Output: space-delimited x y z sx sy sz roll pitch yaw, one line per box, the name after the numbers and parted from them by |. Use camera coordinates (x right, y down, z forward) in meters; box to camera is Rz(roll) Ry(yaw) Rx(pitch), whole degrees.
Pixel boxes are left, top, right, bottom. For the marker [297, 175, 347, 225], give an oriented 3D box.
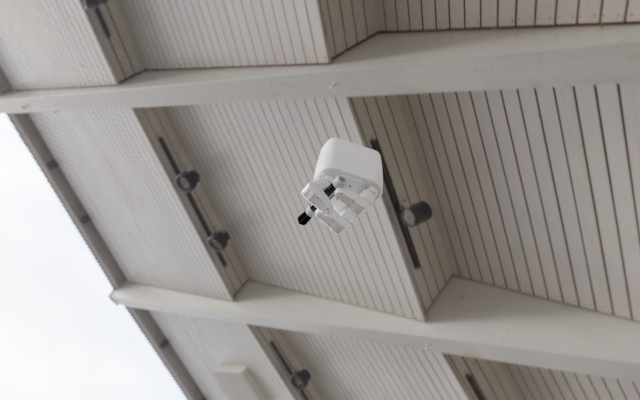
0.000 0.003 0.786 0.020 0.020 0.121 0 -36 -46 | marker
